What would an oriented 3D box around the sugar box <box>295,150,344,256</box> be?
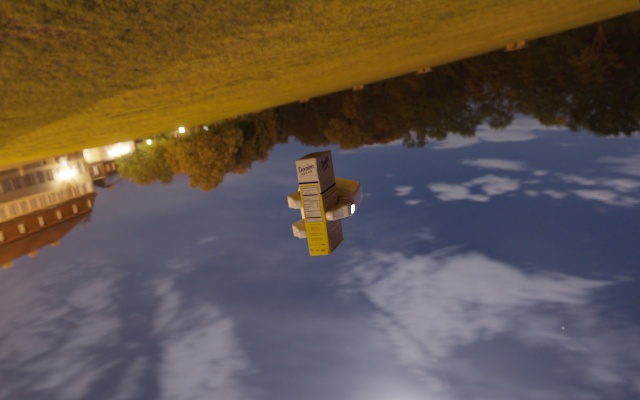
[{"bbox_3d":[0.000,0.003,0.870,0.048,0.176,0.093,-7,11,20],"label":"sugar box"}]
